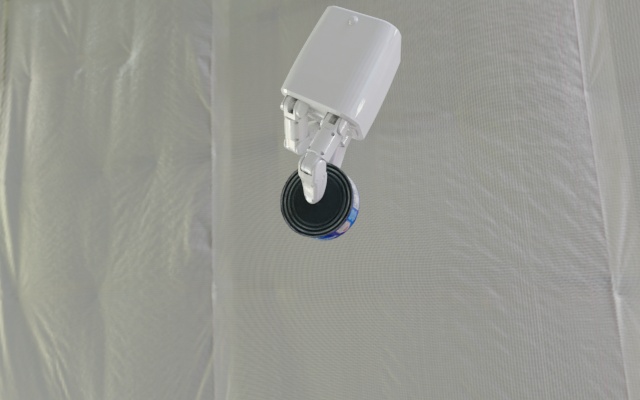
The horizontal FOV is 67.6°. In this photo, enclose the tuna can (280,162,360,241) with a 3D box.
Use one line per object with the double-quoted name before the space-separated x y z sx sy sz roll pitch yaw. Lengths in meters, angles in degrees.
"tuna can" 0.000 0.002 0.539 0.086 0.086 0.034 0 -12 20
